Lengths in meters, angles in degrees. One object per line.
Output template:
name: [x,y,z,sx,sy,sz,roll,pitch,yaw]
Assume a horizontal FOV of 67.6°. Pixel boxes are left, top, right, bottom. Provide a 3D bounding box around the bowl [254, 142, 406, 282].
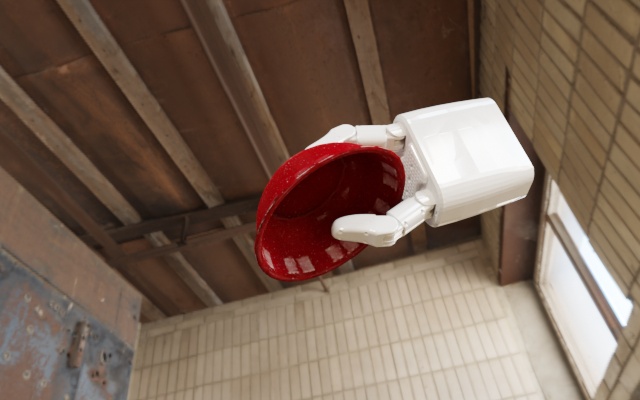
bowl: [-0.001,0.001,0.451,0.162,0.162,0.055,0,39,-43]
